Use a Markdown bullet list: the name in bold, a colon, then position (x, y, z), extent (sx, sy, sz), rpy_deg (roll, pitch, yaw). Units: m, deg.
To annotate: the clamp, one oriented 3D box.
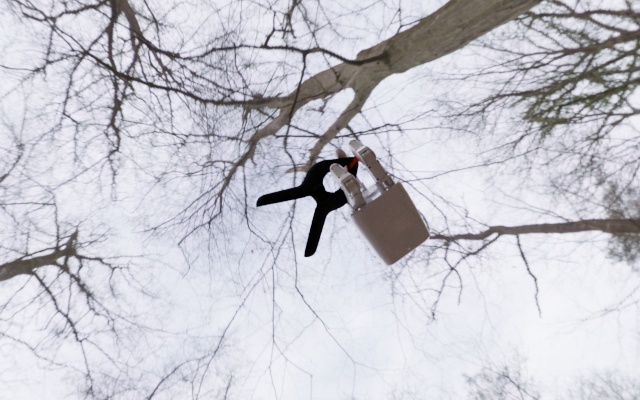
- **clamp**: position (0.000, 0.002, 0.741), extent (0.171, 0.120, 0.039), rpy_deg (-35, 11, -7)
